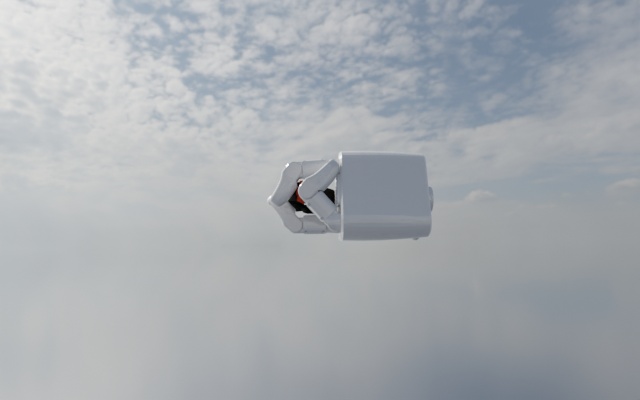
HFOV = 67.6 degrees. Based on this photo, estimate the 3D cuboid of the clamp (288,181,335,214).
[{"bbox_3d":[0.000,0.002,0.675,0.120,0.039,0.171,0,-5,0],"label":"clamp"}]
